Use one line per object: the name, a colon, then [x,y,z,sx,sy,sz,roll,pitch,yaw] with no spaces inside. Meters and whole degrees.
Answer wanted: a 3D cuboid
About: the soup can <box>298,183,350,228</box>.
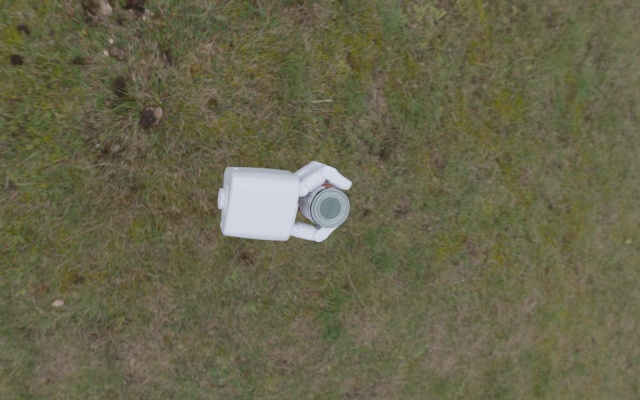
soup can: [0.001,0.003,0.792,0.068,0.068,0.102,0,11,-18]
